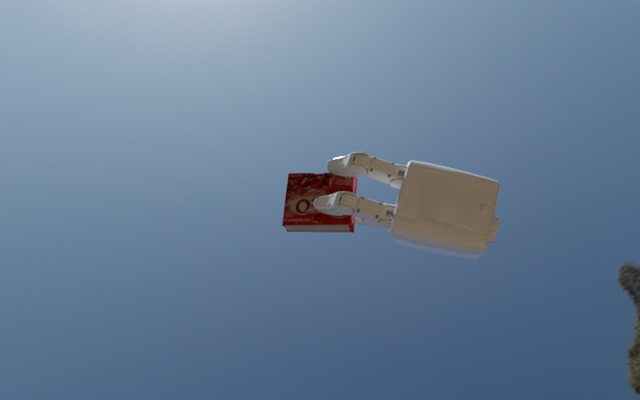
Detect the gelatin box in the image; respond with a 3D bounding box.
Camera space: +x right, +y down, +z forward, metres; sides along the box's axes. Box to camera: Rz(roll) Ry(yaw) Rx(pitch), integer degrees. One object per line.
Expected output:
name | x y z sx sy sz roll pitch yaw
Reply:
gelatin box | 0.000 0.002 0.606 0.089 0.073 0.030 -1 -24 13
